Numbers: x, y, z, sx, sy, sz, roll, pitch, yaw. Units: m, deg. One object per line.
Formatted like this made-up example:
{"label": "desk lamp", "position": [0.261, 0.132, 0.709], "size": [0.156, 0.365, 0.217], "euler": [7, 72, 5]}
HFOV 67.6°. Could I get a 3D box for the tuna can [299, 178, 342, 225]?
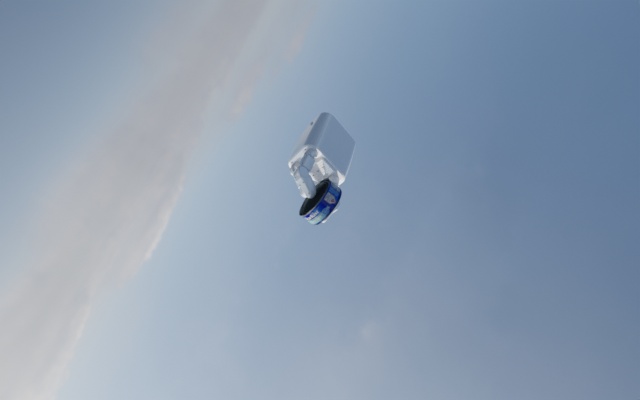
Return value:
{"label": "tuna can", "position": [0.001, 0.003, 0.878], "size": [0.034, 0.086, 0.086], "euler": [37, -12, -16]}
